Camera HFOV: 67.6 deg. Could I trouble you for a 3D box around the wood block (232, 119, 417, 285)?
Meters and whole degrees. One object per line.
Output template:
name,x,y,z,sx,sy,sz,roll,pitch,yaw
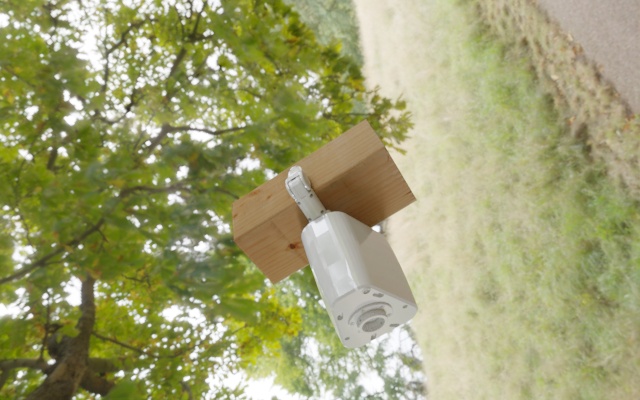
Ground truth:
wood block,0.000,0.002,0.597,0.206,0.091,0.090,-31,31,8
